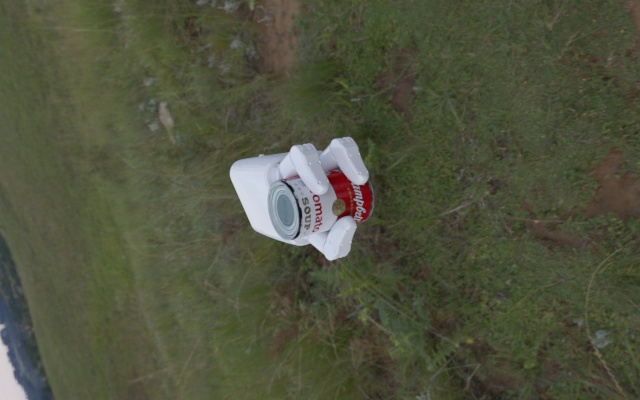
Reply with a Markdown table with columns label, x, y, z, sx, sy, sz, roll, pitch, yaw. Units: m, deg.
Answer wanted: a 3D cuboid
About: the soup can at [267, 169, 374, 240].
| label | x | y | z | sx | sy | sz | roll | pitch | yaw |
| --- | --- | --- | --- | --- | --- | --- | --- | --- | --- |
| soup can | 0.000 | 0.002 | 0.537 | 0.102 | 0.068 | 0.068 | -13 | 7 | -34 |
